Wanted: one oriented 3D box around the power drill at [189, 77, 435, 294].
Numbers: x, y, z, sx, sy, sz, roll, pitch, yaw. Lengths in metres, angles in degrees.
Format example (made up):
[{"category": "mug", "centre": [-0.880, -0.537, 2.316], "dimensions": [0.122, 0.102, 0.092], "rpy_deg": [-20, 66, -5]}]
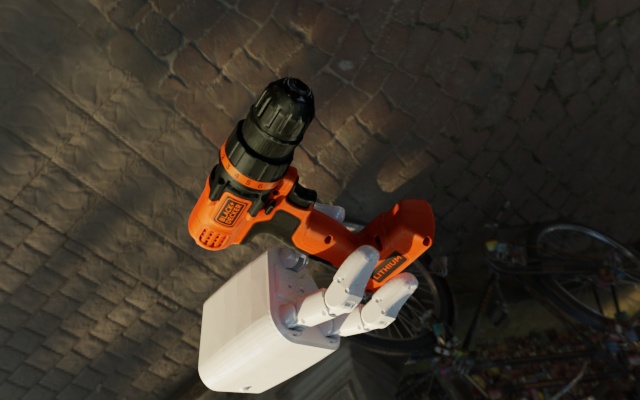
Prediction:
[{"category": "power drill", "centre": [0.000, 0.002, 0.403], "dimensions": [0.188, 0.057, 0.184], "rpy_deg": [24, -46, -18]}]
